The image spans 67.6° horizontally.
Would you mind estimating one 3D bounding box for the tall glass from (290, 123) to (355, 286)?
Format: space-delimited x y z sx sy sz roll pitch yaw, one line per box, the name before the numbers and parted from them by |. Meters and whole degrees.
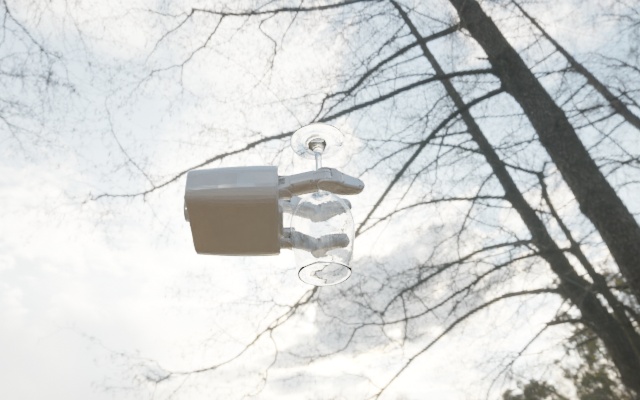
tall glass | 0.000 0.001 0.593 0.079 0.201 0.079 -3 -35 -2
